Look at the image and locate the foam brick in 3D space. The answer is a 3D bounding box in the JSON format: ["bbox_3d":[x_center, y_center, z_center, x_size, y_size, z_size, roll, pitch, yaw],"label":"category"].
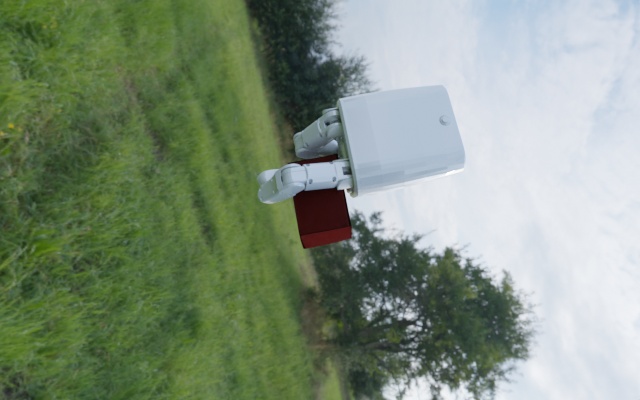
[{"bbox_3d":[0.000,0.002,0.476,0.051,0.078,0.053,-10,-18,-1],"label":"foam brick"}]
